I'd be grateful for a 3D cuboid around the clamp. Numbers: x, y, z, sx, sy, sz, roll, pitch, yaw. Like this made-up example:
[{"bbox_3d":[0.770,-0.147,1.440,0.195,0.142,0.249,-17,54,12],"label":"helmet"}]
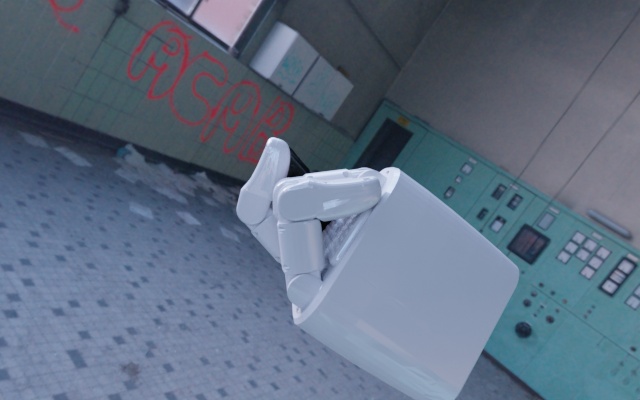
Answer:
[{"bbox_3d":[0.000,0.001,0.400,0.120,0.039,0.171,39,7,-8],"label":"clamp"}]
